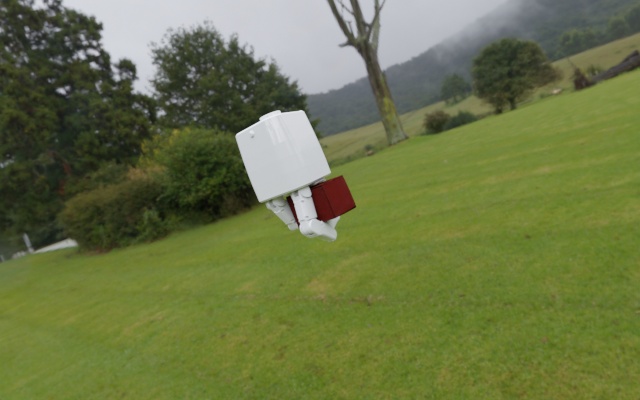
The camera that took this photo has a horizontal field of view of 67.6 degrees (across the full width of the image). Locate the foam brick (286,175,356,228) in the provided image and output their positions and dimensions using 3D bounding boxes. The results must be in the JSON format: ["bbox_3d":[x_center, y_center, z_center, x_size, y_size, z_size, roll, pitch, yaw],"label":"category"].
[{"bbox_3d":[0.000,0.002,0.690,0.078,0.051,0.053,-18,5,41],"label":"foam brick"}]
